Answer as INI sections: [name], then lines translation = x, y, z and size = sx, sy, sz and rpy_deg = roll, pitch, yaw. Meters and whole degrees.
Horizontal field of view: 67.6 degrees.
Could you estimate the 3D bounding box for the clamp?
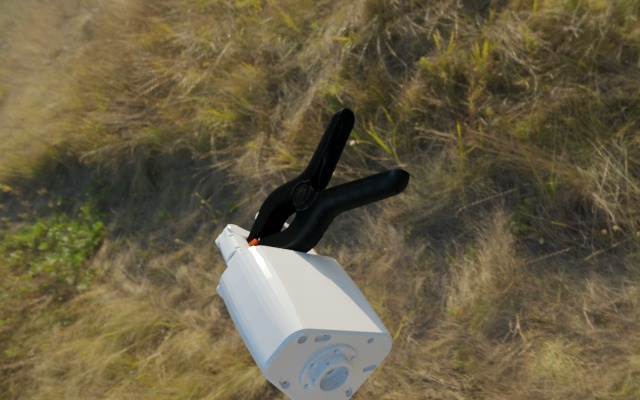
[clamp]
translation = 0.000, 0.001, 0.441
size = 0.039, 0.171, 0.120
rpy_deg = 34, 8, -39
